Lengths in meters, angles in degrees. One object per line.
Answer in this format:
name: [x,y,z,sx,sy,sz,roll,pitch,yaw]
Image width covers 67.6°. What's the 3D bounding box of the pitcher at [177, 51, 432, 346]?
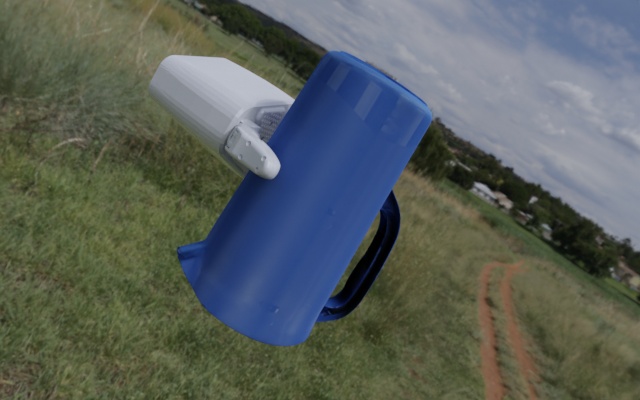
pitcher: [0.000,0.001,0.436,0.145,0.243,0.149,36,12,19]
